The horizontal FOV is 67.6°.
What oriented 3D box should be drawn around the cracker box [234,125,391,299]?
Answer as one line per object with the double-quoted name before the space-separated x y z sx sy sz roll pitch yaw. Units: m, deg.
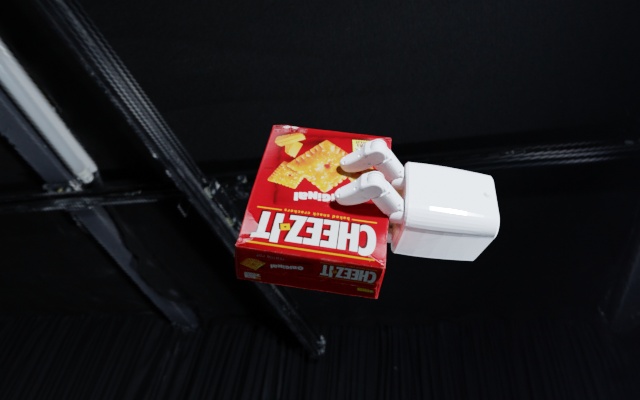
"cracker box" 0.000 0.002 0.589 0.164 0.213 0.072 8 -43 3
